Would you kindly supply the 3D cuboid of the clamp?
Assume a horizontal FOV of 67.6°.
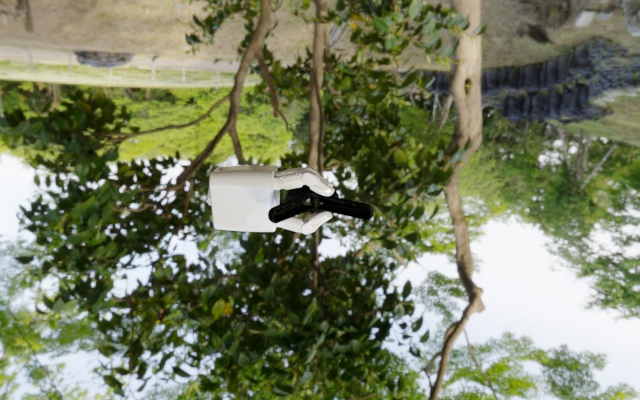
[{"bbox_3d":[0.000,0.003,0.823,0.164,0.036,0.210,1,12,-1],"label":"clamp"}]
